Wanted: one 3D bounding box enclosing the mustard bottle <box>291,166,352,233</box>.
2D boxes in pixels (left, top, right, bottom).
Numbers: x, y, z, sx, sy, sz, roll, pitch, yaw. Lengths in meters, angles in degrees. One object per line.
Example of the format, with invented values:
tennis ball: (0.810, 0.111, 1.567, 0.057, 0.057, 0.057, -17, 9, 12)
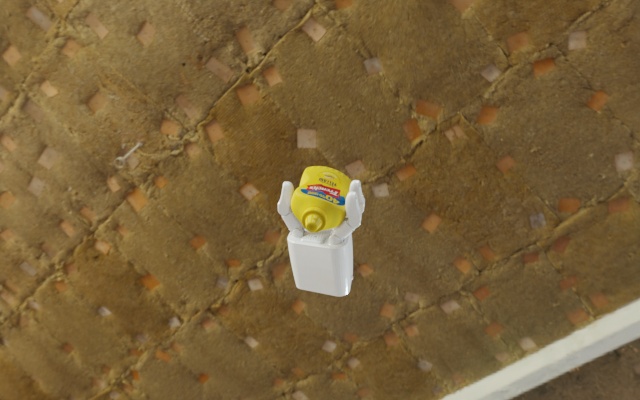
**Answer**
mustard bottle: (0.000, 0.002, 0.819, 0.096, 0.058, 0.191, 20, 26, 0)
